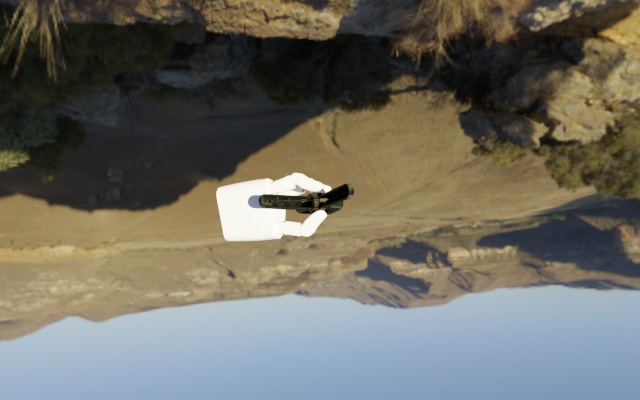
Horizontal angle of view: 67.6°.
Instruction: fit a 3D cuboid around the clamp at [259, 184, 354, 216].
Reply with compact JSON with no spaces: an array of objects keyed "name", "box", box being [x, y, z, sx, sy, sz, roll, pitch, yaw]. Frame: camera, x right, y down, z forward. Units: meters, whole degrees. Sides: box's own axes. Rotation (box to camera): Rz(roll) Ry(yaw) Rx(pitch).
[{"name":"clamp","box":[0.000,0.004,0.889,0.164,0.036,0.210,-7,-9,17]}]
